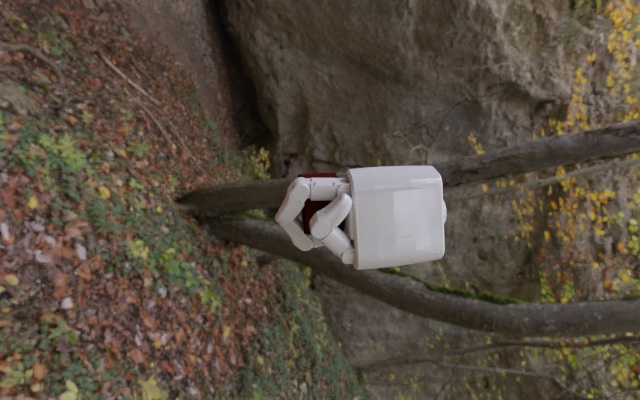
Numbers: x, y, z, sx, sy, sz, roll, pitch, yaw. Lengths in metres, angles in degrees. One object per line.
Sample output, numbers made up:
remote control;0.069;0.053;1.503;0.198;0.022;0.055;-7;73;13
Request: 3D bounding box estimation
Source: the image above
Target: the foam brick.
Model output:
foam brick;0.000;0.002;0.610;0.051;0.053;0.078;-5;25;-4
